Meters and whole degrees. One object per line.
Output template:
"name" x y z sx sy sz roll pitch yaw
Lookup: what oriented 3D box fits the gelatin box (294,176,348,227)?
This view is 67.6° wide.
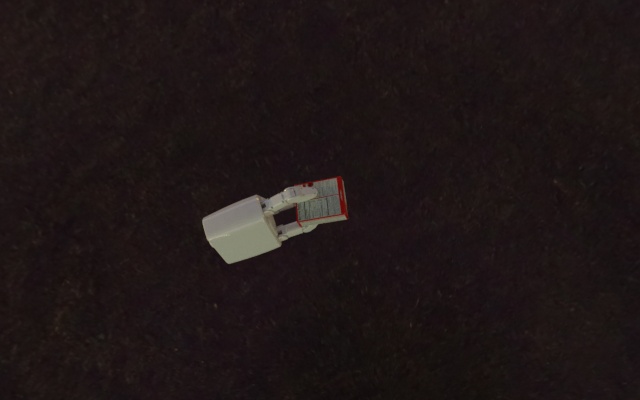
"gelatin box" 0.000 0.003 0.840 0.089 0.073 0.030 -11 -24 10
